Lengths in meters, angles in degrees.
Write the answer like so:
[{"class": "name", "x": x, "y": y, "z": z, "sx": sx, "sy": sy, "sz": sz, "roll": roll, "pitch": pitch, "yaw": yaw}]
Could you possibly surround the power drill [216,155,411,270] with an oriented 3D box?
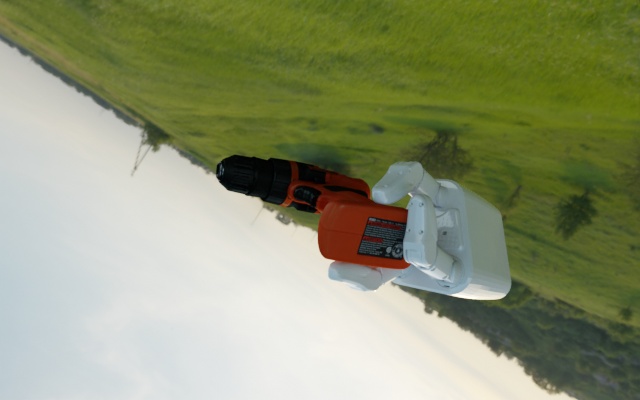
[{"class": "power drill", "x": 0.000, "y": 0.002, "z": 0.480, "sx": 0.184, "sy": 0.057, "sz": 0.187, "roll": 9, "pitch": 15, "yaw": -26}]
